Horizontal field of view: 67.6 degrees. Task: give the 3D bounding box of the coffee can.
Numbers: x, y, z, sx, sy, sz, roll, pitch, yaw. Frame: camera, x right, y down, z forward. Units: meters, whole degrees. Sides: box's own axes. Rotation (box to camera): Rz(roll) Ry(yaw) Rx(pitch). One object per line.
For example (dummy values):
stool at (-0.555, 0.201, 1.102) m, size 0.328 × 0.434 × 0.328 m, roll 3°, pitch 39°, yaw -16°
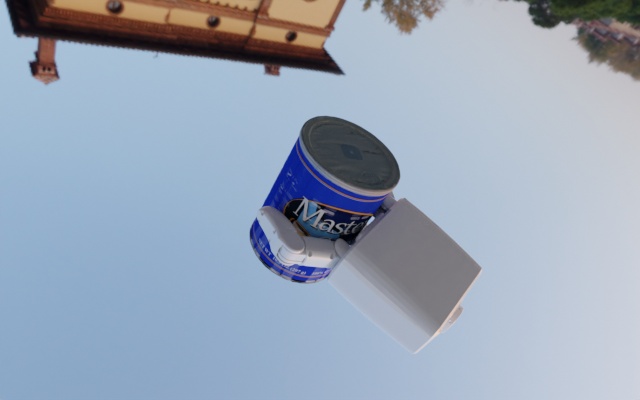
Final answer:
coffee can at (0.000, 0.001, 0.481) m, size 0.103 × 0.102 × 0.140 m, roll 0°, pitch -42°, yaw -35°
